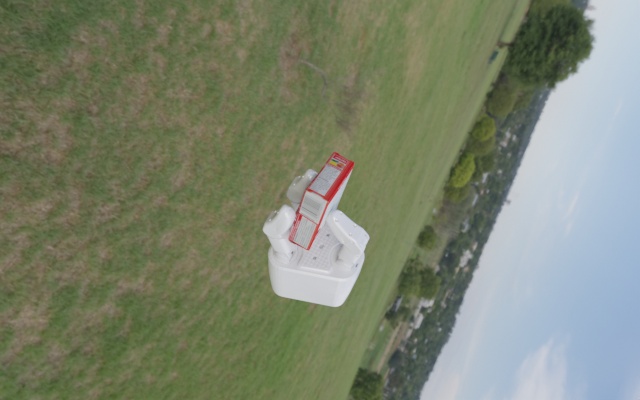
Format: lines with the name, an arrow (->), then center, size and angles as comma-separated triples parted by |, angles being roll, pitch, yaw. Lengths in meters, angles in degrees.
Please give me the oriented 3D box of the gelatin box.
gelatin box -> 0.001, 0.002, 0.527 | 0.030, 0.089, 0.073 | 29, 47, 7
